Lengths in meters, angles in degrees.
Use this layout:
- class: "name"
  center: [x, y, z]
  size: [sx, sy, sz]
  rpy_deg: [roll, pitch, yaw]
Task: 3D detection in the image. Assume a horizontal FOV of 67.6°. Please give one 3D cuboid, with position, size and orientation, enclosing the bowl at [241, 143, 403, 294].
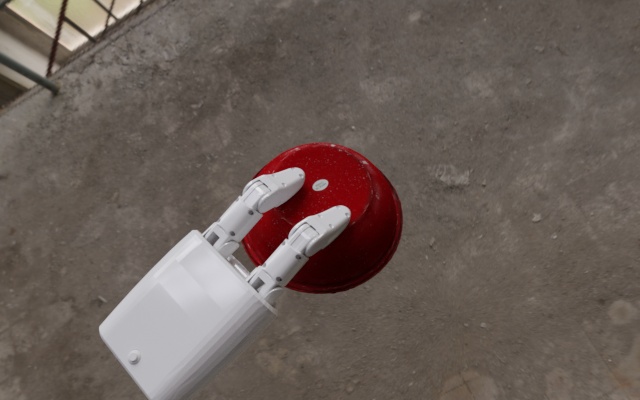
- class: "bowl"
  center: [0.001, 0.000, 0.446]
  size: [0.162, 0.162, 0.055]
  rpy_deg: [0, -30, -1]
